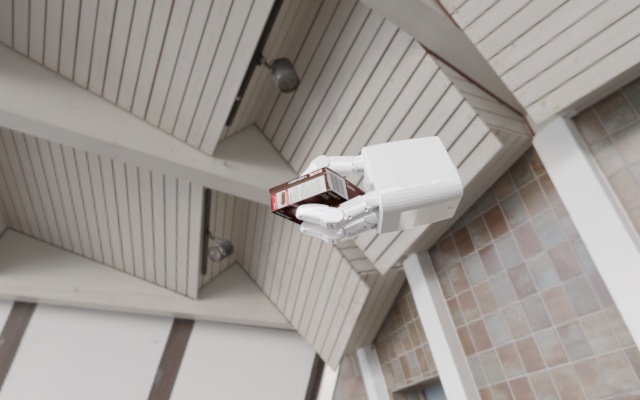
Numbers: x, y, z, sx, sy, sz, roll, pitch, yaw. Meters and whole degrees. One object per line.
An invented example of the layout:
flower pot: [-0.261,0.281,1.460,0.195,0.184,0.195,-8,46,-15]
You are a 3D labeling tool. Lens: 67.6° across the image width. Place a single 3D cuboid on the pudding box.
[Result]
pudding box: [0.000,0.002,0.635,0.090,0.039,0.113,-21,-29,25]
